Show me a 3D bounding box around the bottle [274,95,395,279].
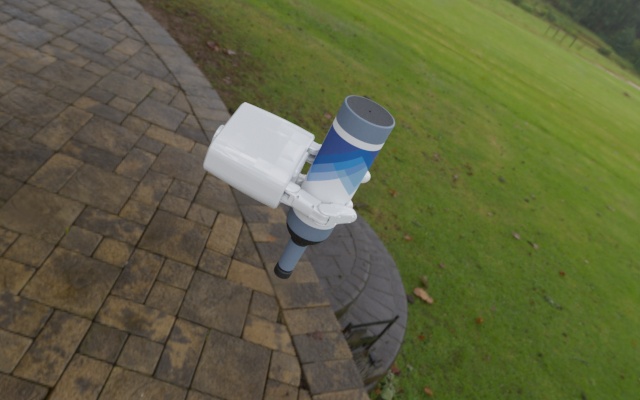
[{"bbox_3d":[0.000,0.002,0.643,0.069,0.296,0.069,19,35,-14],"label":"bottle"}]
